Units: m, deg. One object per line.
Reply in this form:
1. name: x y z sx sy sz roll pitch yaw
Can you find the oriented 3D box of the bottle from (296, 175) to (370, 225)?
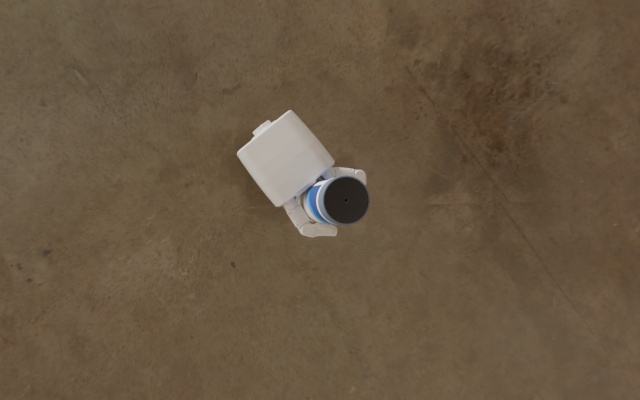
1. bottle: 0.000 0.003 0.772 0.069 0.069 0.296 0 -1 -13
